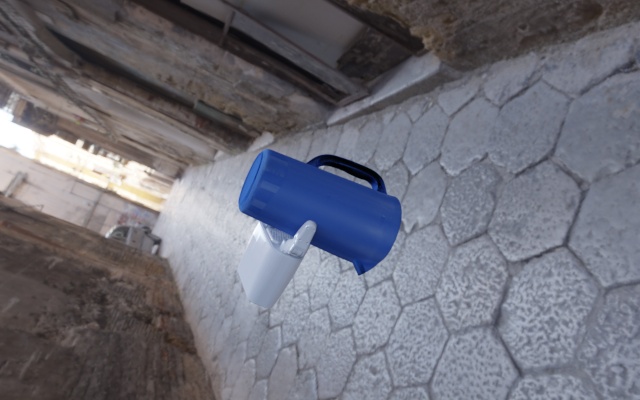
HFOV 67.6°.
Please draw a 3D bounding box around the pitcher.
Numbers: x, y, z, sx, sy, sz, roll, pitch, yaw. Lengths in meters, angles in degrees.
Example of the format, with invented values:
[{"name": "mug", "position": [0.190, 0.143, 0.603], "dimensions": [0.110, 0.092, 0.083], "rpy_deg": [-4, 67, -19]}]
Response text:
[{"name": "pitcher", "position": [0.000, 0.003, 0.774], "dimensions": [0.243, 0.145, 0.149], "rpy_deg": [23, 18, -17]}]
